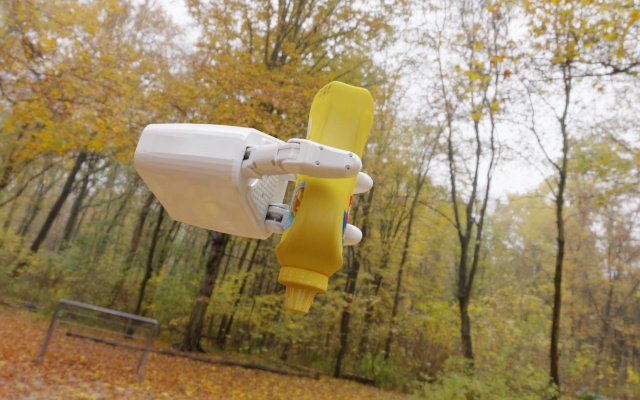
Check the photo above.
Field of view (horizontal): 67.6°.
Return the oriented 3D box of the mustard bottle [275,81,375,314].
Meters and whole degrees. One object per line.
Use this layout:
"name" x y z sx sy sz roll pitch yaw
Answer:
"mustard bottle" 0.000 0.001 0.416 0.058 0.191 0.096 15 -16 -5
